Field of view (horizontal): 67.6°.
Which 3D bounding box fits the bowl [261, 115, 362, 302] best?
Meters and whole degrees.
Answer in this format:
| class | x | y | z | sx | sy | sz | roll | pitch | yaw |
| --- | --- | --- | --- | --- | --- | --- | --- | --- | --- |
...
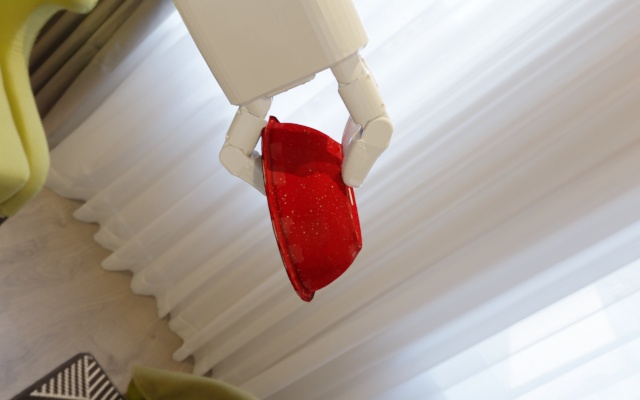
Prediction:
| class | x | y | z | sx | sy | sz | roll | pitch | yaw |
| --- | --- | --- | --- | --- | --- | --- | --- | --- | --- |
| bowl | 0.001 | 0.002 | 0.407 | 0.055 | 0.162 | 0.162 | -11 | -2 | 7 |
